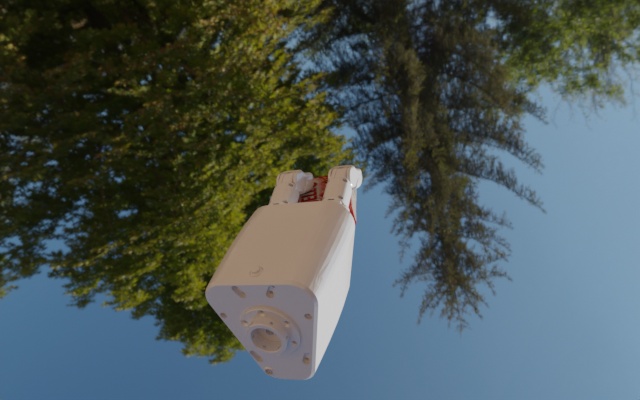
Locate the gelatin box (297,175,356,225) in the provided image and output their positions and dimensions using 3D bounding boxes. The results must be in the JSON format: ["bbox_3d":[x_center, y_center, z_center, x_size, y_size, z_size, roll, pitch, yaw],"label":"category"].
[{"bbox_3d":[0.000,0.002,0.510,0.073,0.030,0.089,-11,24,9],"label":"gelatin box"}]
